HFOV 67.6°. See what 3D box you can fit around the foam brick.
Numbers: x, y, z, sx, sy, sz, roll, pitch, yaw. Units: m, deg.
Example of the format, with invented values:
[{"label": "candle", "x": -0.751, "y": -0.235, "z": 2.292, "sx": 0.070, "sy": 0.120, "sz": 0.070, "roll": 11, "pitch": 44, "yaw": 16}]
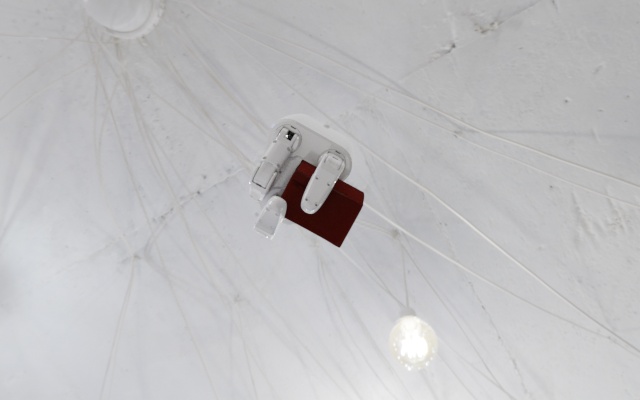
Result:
[{"label": "foam brick", "x": 0.000, "y": 0.002, "z": 0.492, "sx": 0.078, "sy": 0.053, "sz": 0.051, "roll": 29, "pitch": 16, "yaw": -2}]
